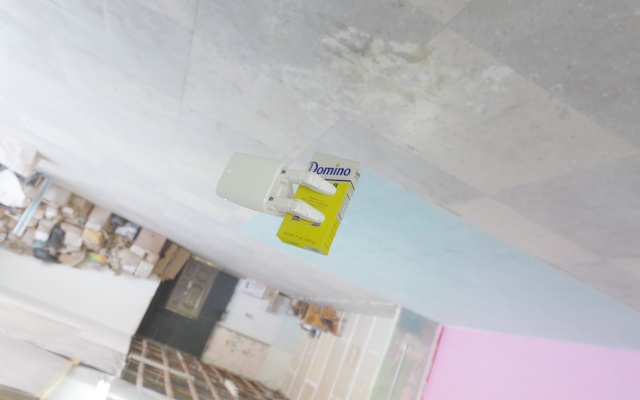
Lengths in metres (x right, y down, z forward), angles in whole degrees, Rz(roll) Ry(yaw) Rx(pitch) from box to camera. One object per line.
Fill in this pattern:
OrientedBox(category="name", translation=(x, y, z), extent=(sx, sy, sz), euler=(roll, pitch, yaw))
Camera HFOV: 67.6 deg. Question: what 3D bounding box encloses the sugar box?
OrientedBox(category="sugar box", translation=(0.000, 0.003, 0.850), extent=(0.093, 0.176, 0.048), euler=(15, -19, 22))
